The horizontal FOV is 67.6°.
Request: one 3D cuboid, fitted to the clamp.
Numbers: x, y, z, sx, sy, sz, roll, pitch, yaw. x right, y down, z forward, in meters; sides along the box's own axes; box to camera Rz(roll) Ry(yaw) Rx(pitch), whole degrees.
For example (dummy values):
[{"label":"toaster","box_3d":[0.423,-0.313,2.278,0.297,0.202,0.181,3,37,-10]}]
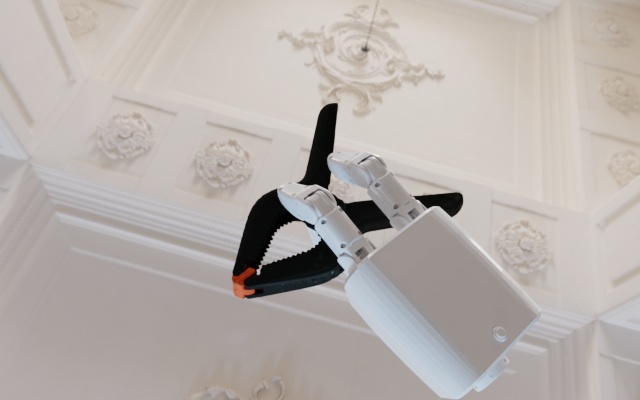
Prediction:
[{"label":"clamp","box_3d":[0.000,0.002,0.415,0.210,0.164,0.036,-34,-25,-25]}]
